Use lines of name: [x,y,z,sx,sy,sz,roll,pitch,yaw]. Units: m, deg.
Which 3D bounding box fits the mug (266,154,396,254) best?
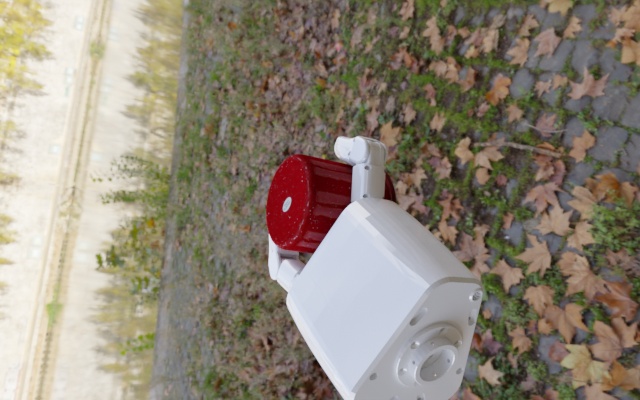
mug: [-0.001,0.001,0.426,0.081,0.093,0.117,10,19,-30]
